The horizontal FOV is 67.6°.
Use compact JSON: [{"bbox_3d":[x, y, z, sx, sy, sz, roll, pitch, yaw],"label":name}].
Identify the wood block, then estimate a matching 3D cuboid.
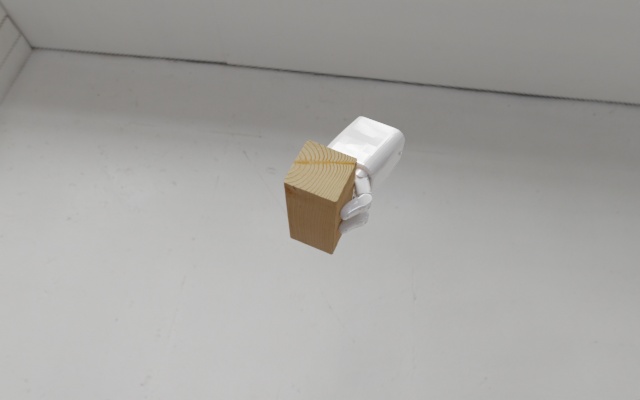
[{"bbox_3d":[0.000,0.002,0.824,0.091,0.090,0.206,22,-27,12],"label":"wood block"}]
